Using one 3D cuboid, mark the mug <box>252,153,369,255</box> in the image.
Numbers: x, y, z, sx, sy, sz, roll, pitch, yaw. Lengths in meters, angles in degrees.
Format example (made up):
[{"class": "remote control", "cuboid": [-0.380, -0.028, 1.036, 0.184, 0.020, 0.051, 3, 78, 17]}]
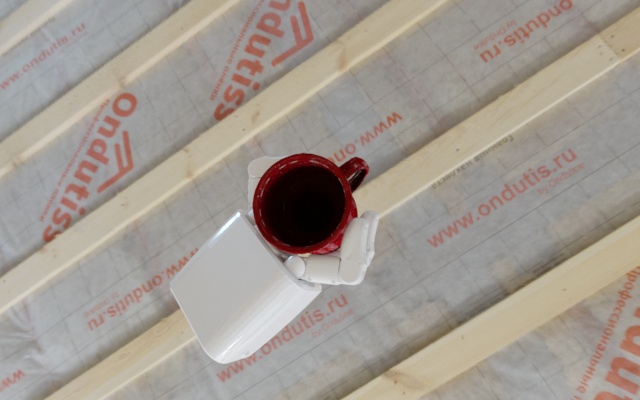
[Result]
[{"class": "mug", "cuboid": [0.001, 0.001, 0.467, 0.117, 0.093, 0.081, -43, -17, 2]}]
